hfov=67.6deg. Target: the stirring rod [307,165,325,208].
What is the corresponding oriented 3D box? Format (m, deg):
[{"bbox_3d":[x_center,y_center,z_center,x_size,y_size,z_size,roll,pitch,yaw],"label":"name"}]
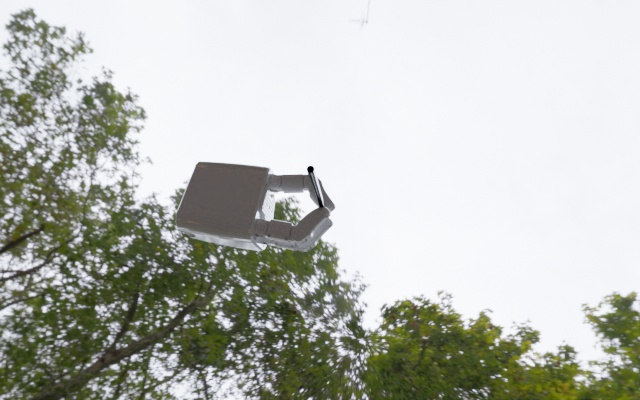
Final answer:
[{"bbox_3d":[0.000,0.002,0.598,0.011,0.011,0.240,0,-16,5],"label":"stirring rod"}]
